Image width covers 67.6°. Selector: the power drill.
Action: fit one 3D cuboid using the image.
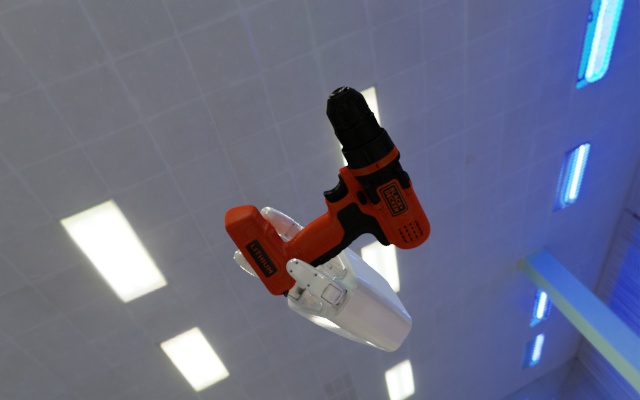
[{"bbox_3d":[0.000,0.002,0.490,0.187,0.184,0.057,-28,18,8],"label":"power drill"}]
